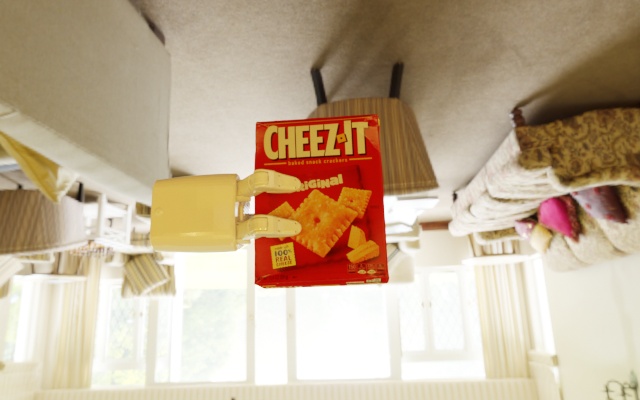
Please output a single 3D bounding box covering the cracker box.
[{"bbox_3d":[0.000,0.002,0.615,0.164,0.213,0.072,-3,-15,4],"label":"cracker box"}]
